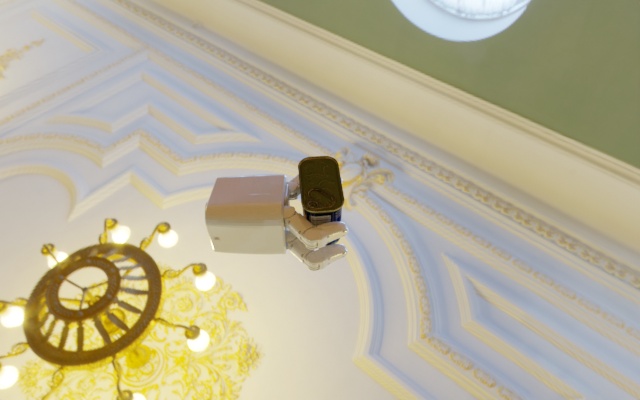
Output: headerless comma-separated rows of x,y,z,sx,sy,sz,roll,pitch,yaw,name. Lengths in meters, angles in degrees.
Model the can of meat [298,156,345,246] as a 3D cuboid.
0.000,0.002,0.677,0.057,0.102,0.084,-4,-40,-4,can of meat
